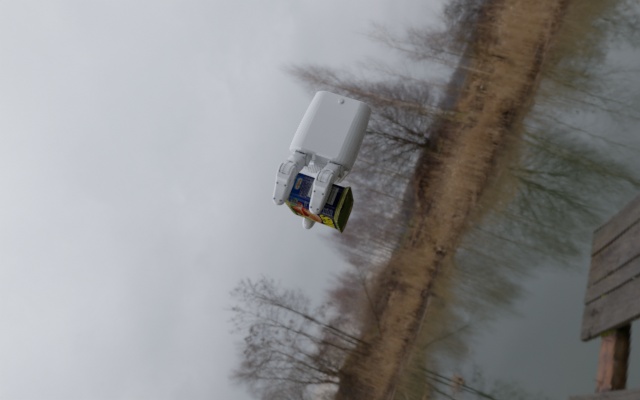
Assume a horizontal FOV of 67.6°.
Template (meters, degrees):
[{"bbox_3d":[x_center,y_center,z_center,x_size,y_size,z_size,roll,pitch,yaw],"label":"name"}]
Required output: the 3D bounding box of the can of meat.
[{"bbox_3d":[0.000,0.002,0.724,0.084,0.057,0.102,19,-12,12],"label":"can of meat"}]
